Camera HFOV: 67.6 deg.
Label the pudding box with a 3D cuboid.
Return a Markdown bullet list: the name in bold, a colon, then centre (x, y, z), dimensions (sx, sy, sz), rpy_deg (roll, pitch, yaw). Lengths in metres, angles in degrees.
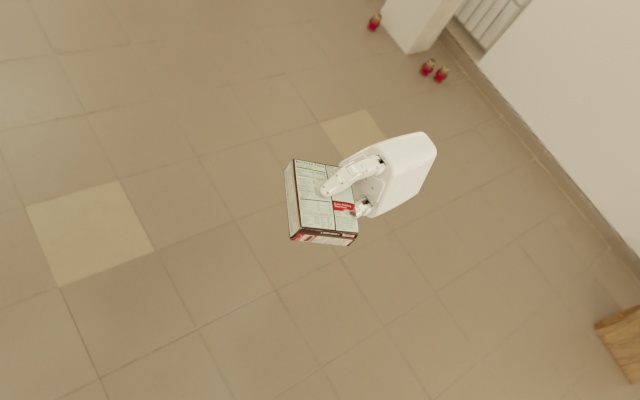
- **pudding box**: centre (0.000, 0.002, 0.653), dimensions (0.090, 0.113, 0.039), rpy_deg (8, -35, -24)
